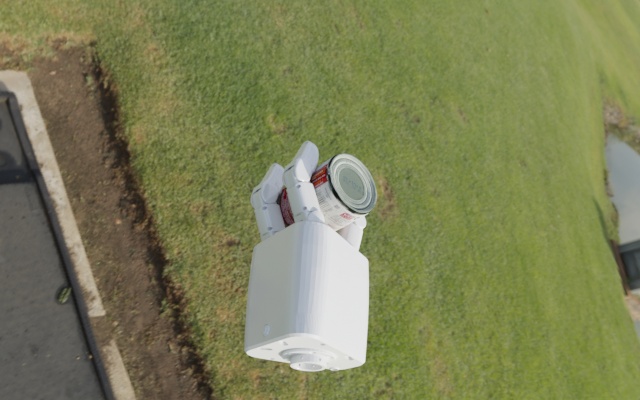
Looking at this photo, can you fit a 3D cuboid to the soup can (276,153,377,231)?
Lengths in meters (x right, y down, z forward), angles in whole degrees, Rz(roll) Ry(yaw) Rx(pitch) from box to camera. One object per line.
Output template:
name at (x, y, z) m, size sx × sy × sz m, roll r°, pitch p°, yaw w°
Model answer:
soup can at (0.000, 0.001, 0.503) m, size 0.068 × 0.068 × 0.102 m, roll 0°, pitch -23°, yaw -45°
